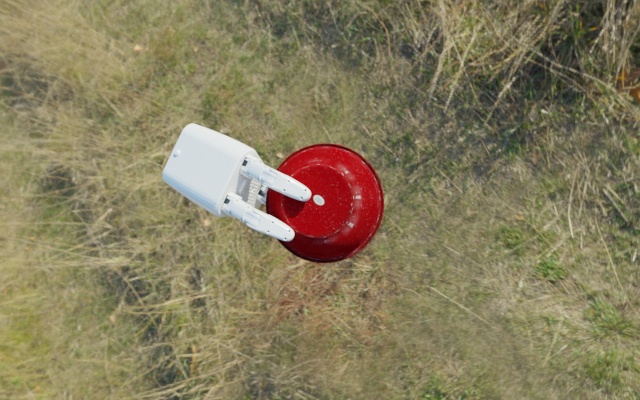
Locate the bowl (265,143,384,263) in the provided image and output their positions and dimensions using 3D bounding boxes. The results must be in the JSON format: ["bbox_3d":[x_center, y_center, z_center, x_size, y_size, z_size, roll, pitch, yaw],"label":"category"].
[{"bbox_3d":[0.001,0.002,0.615,0.162,0.162,0.055,0,-3,10],"label":"bowl"}]
